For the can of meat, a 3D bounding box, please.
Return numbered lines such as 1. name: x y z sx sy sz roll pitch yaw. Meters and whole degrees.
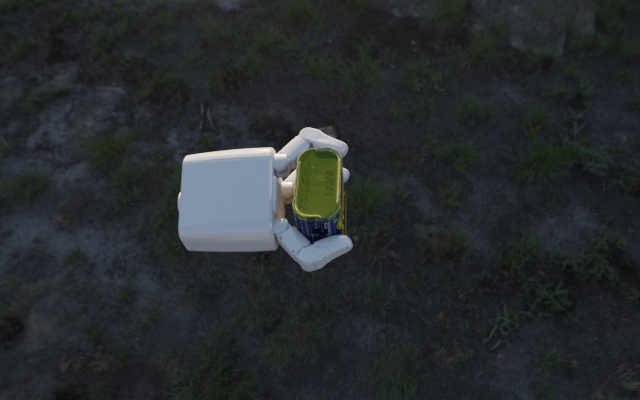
1. can of meat: 0.000 0.002 0.552 0.057 0.102 0.084 0 -34 5
